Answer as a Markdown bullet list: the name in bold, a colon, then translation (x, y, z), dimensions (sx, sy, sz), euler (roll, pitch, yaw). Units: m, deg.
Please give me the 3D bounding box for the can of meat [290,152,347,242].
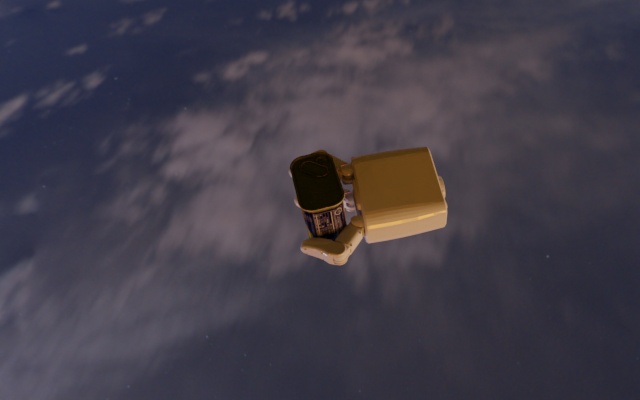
- **can of meat**: translation (0.000, 0.002, 0.624), dimensions (0.057, 0.102, 0.084), euler (-14, -44, -3)
